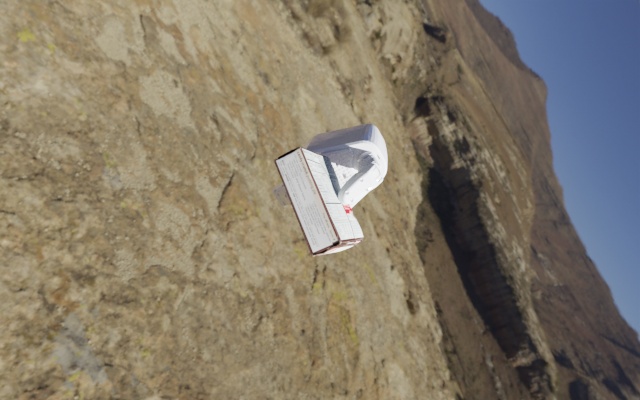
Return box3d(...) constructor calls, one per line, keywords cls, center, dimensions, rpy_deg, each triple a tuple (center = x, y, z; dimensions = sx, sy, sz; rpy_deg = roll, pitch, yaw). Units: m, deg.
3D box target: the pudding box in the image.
box3d(cls="pudding box", center=(0.000, 0.002, 0.527), dimensions=(0.039, 0.113, 0.090), rpy_deg=(-28, -11, 18))
